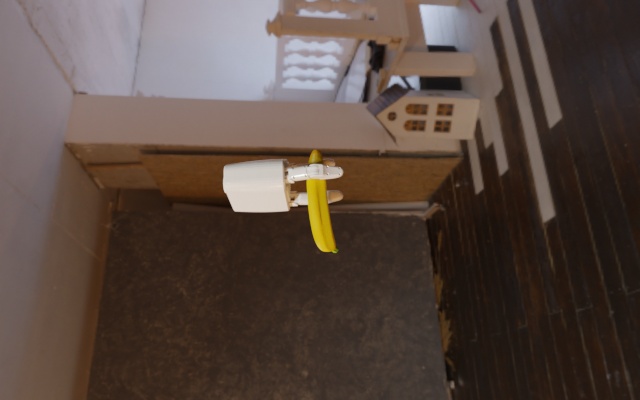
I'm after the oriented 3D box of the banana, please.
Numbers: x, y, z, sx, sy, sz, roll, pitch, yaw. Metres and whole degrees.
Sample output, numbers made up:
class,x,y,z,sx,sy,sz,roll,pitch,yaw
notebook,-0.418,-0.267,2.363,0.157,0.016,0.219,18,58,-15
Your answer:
class,x,y,z,sx,sy,sz,roll,pitch,yaw
banana,-0.001,0.010,0.850,0.037,0.198,0.069,-7,12,8
